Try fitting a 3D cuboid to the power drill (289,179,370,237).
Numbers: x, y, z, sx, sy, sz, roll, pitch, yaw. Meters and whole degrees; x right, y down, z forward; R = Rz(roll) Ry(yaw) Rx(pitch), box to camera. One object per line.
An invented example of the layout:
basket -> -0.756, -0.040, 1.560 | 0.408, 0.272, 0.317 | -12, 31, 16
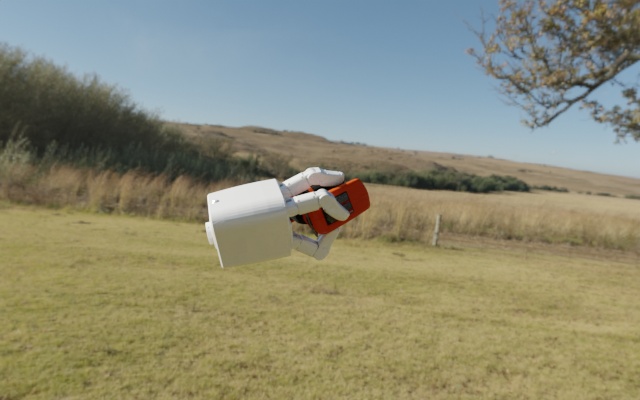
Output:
power drill -> 0.000, 0.003, 0.798 | 0.184, 0.057, 0.187 | -30, 12, -25
